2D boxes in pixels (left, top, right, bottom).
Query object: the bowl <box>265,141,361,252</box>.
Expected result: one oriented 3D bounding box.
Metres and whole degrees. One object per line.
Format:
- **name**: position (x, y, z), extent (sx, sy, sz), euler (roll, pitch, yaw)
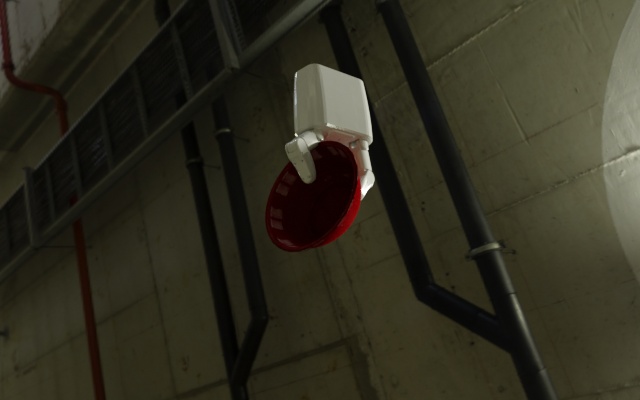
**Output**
- **bowl**: position (0.000, 0.004, 0.647), extent (0.162, 0.162, 0.055), euler (0, -24, 44)
